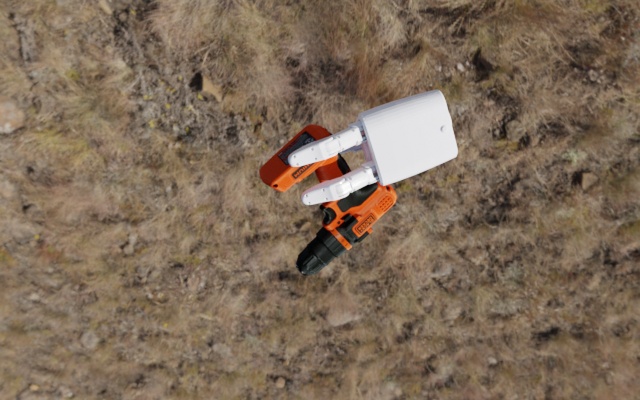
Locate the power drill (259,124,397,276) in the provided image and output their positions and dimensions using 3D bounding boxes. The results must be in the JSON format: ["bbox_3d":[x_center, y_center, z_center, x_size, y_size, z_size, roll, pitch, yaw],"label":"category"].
[{"bbox_3d":[0.000,0.002,0.665,0.188,0.184,0.057,48,-3,-39],"label":"power drill"}]
